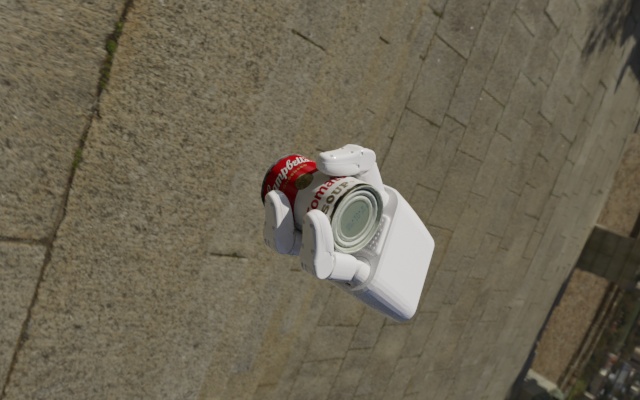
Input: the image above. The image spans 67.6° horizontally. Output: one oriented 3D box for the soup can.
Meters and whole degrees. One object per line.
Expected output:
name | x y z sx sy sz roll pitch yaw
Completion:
soup can | 0.000 0.001 0.451 0.068 0.068 0.102 0 19 -43
